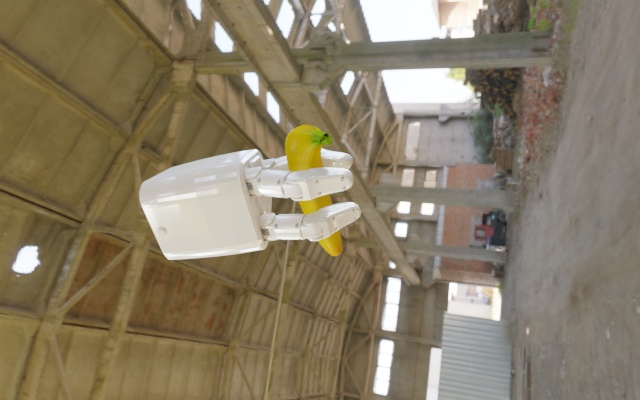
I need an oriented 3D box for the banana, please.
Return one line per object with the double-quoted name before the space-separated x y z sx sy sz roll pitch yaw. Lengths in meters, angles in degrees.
"banana" -0.007 -0.014 0.507 0.037 0.069 0.198 -21 -37 -8
